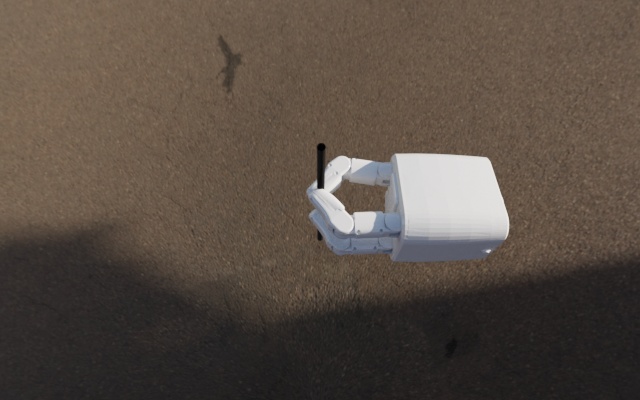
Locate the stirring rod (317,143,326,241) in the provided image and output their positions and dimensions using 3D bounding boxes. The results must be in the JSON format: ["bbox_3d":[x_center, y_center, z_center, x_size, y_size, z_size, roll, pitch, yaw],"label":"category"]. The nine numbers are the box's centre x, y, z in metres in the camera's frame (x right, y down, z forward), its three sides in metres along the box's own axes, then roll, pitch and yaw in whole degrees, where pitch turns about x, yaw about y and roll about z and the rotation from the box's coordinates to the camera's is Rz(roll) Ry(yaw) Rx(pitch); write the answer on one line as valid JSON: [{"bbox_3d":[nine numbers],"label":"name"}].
[{"bbox_3d":[0.000,0.002,0.525,0.011,0.011,0.240,0,-24,0],"label":"stirring rod"}]
